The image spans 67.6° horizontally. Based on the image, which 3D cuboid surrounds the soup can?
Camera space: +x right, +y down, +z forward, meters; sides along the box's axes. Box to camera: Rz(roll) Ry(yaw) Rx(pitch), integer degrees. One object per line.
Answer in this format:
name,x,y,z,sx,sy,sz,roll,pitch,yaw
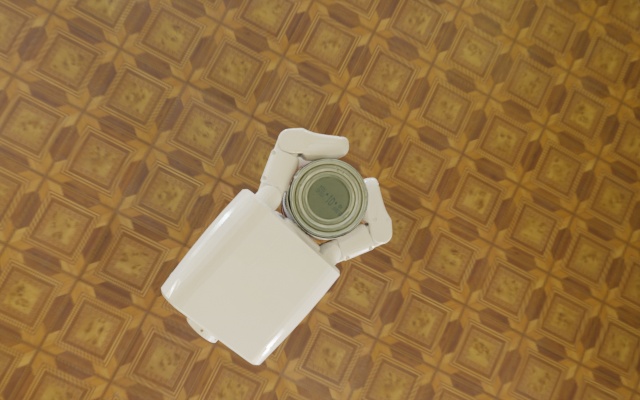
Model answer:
soup can,0.001,0.001,0.435,0.068,0.068,0.102,0,-4,-8
